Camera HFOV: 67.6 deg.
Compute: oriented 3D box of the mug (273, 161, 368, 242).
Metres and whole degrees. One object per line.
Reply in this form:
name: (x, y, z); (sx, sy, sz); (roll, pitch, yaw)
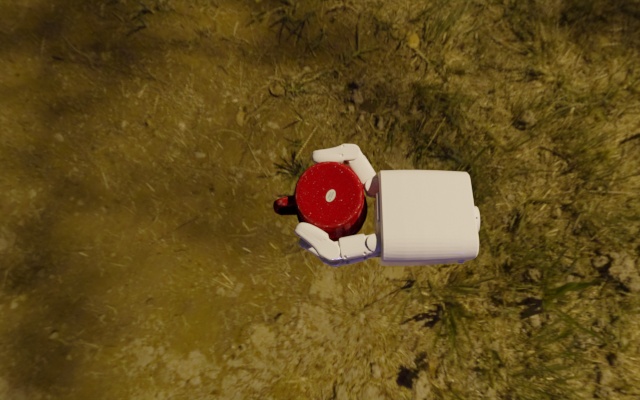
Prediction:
mug: (-0.001, 0.002, 0.584); (0.117, 0.093, 0.081); (-3, -13, 3)
